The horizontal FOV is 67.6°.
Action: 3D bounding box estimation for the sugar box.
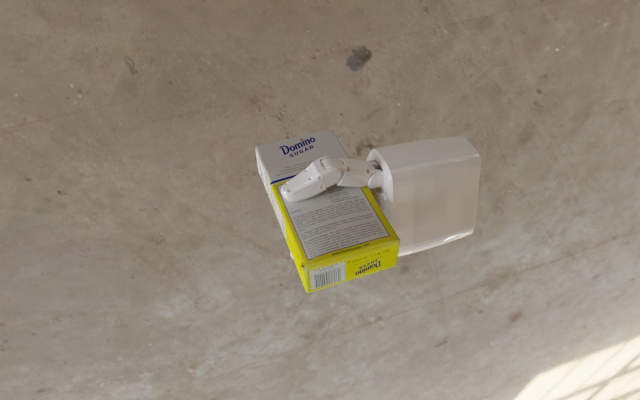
[{"bbox_3d":[0.000,0.002,0.486,0.093,0.048,0.176,-14,45,-12],"label":"sugar box"}]
